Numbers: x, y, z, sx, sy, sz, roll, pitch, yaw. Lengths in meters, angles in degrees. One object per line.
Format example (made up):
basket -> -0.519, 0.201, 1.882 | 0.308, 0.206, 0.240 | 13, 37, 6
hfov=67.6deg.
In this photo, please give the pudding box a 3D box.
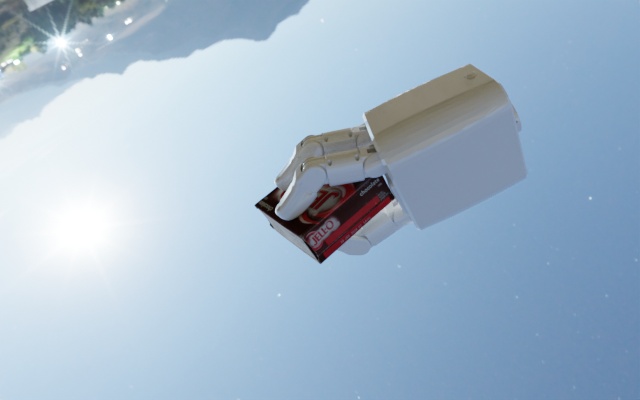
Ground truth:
pudding box -> 0.000, 0.002, 0.442 | 0.090, 0.039, 0.113 | -39, 26, -14
